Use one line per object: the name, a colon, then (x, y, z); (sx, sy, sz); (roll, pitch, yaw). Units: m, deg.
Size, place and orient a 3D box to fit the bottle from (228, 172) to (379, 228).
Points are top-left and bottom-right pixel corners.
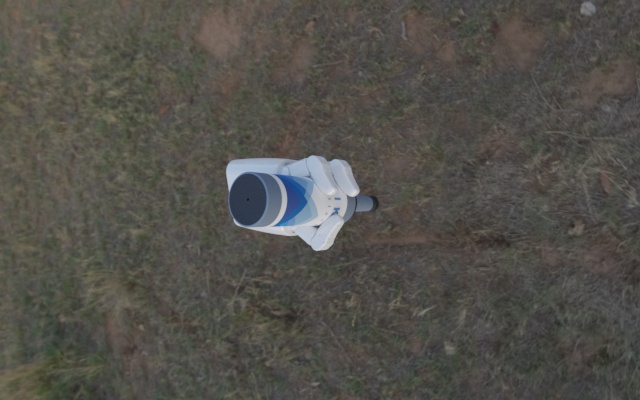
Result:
bottle: (0.000, 0.002, 0.683); (0.069, 0.069, 0.296); (0, -1, 36)
